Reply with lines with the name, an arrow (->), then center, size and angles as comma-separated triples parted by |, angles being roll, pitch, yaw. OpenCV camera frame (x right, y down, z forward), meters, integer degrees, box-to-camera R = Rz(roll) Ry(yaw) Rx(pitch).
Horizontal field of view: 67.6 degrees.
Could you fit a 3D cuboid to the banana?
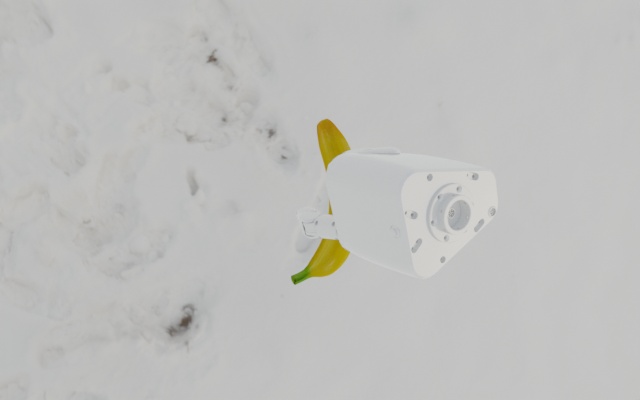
banana -> 0.016, 0.007, 0.560 | 0.069, 0.198, 0.037 | 6, 7, -30
